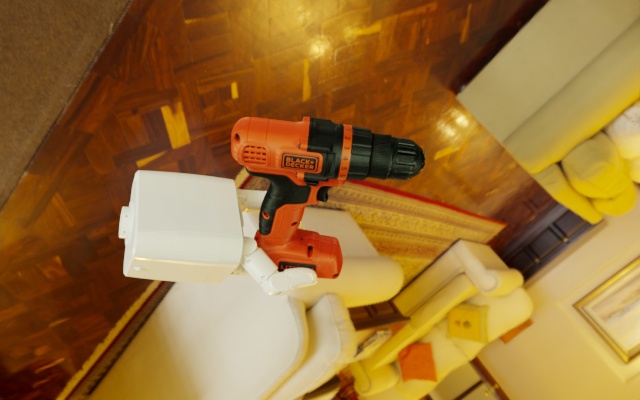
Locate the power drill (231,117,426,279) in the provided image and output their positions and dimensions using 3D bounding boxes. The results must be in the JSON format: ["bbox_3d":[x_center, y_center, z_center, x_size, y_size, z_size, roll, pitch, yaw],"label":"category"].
[{"bbox_3d":[0.000,0.002,0.499,0.184,0.188,0.057,8,40,-2],"label":"power drill"}]
